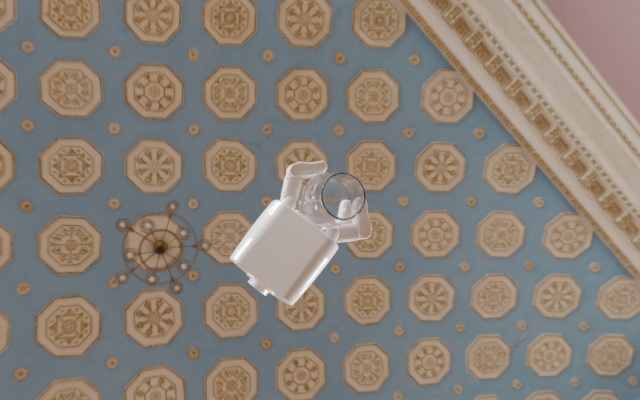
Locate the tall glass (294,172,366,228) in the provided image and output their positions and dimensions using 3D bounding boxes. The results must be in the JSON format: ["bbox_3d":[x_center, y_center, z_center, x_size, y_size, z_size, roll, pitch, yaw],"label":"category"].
[{"bbox_3d":[0.000,0.002,0.711,0.079,0.079,0.201,0,-5,-18],"label":"tall glass"}]
